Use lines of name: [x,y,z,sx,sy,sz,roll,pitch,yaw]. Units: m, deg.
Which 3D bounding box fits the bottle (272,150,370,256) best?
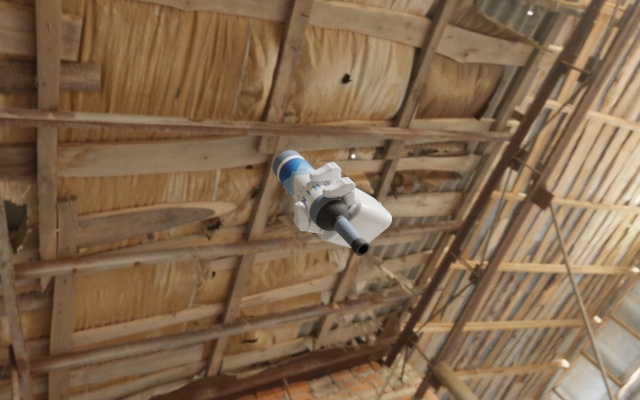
bottle: [0.000,0.003,0.886,0.069,0.069,0.295,0,32,-34]
